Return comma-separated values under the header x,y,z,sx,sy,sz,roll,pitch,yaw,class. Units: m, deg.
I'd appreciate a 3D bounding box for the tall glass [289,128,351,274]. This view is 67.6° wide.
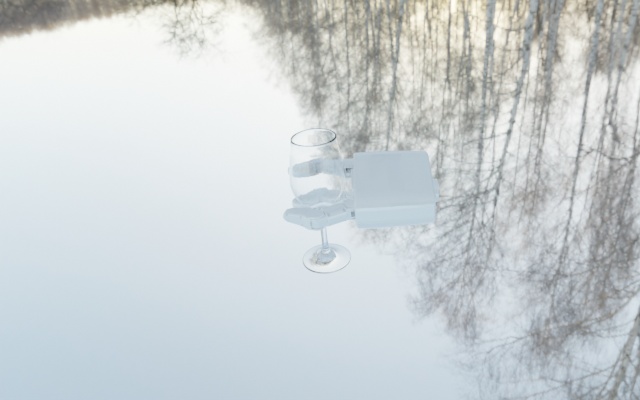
x,y,z,sx,sy,sz,roll,pitch,yaw,class
0.000,0.003,0.678,0.079,0.201,0.079,-5,30,3,tall glass
